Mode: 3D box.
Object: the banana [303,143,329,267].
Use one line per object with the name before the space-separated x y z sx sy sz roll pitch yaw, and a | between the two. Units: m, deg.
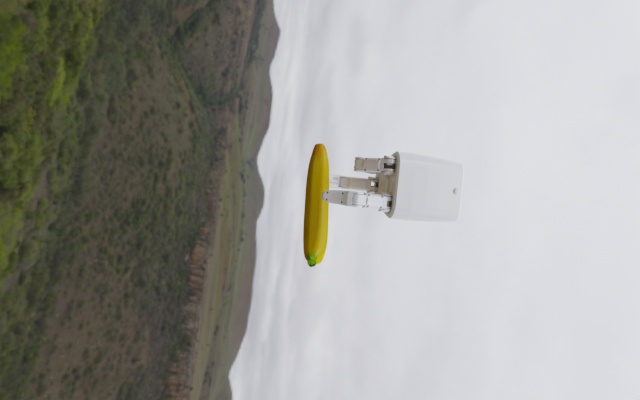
banana | -0.004 0.013 0.712 0.037 0.197 0.070 6 -26 -10
